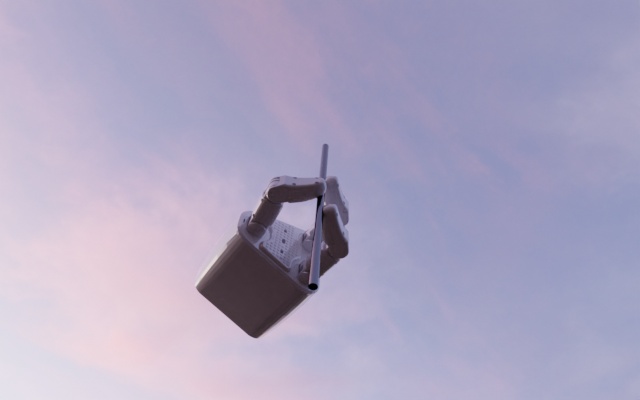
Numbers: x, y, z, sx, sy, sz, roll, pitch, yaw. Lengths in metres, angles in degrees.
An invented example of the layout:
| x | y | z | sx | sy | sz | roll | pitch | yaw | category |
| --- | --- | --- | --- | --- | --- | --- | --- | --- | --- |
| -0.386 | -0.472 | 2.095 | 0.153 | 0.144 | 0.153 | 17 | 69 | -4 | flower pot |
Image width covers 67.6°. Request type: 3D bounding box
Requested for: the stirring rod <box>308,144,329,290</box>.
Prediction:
| x | y | z | sx | sy | sz | roll | pitch | yaw | category |
| --- | --- | --- | --- | --- | --- | --- | --- | --- | --- |
| 0.000 | 0.002 | 0.477 | 0.011 | 0.011 | 0.239 | 0 | 34 | 3 | stirring rod |
